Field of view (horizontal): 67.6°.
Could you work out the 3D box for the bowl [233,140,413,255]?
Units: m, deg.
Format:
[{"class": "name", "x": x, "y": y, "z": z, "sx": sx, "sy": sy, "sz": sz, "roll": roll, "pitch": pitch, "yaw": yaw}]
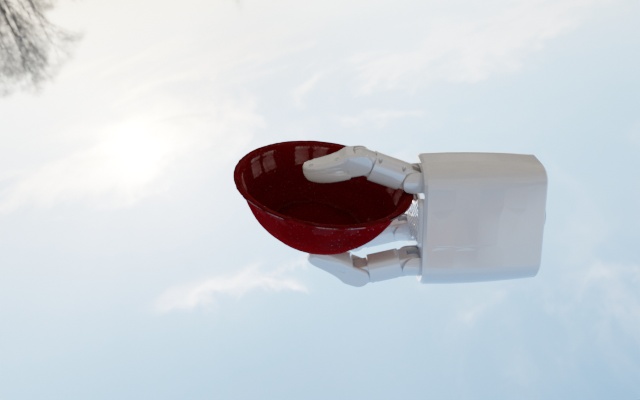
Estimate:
[{"class": "bowl", "x": -0.001, "y": 0.002, "z": 0.441, "sx": 0.162, "sy": 0.055, "sz": 0.162, "roll": 6, "pitch": 31, "yaw": -4}]
